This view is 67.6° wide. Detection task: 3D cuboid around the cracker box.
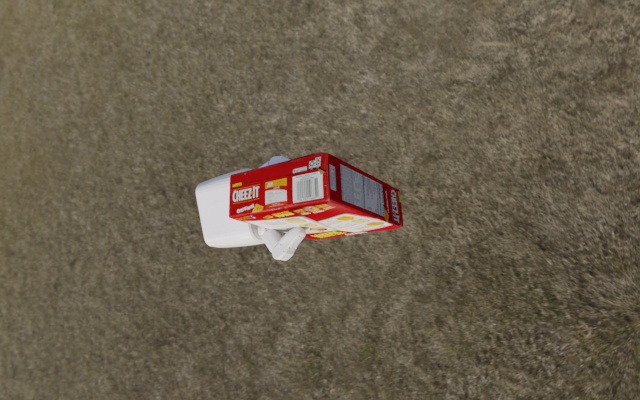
[{"bbox_3d":[0.000,0.002,0.693,0.164,0.072,0.214,-11,-17,32],"label":"cracker box"}]
